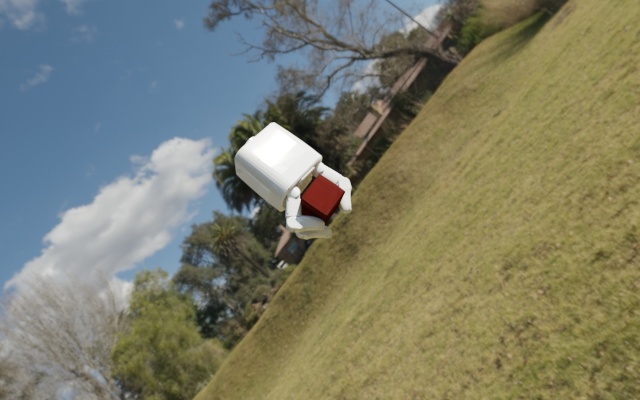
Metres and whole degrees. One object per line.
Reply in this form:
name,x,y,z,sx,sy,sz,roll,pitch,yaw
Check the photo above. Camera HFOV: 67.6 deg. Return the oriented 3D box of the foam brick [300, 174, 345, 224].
foam brick,0.000,0.002,0.771,0.051,0.053,0.078,36,-19,6
